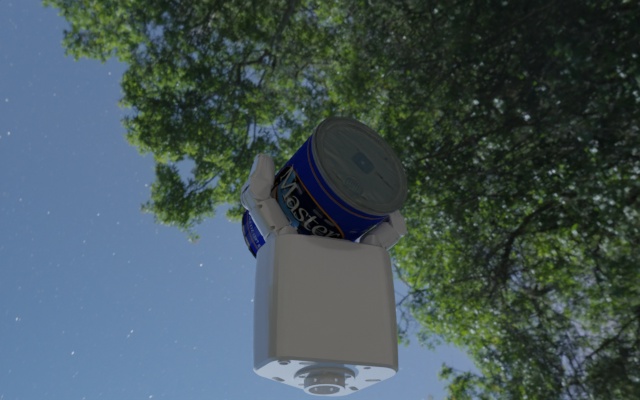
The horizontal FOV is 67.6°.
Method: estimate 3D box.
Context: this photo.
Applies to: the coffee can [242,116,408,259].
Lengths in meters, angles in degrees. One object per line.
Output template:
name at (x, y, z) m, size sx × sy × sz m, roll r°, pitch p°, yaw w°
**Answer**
coffee can at (0.000, 0.001, 0.466) m, size 0.103 × 0.102 × 0.140 m, roll 0°, pitch -31°, yaw -40°
